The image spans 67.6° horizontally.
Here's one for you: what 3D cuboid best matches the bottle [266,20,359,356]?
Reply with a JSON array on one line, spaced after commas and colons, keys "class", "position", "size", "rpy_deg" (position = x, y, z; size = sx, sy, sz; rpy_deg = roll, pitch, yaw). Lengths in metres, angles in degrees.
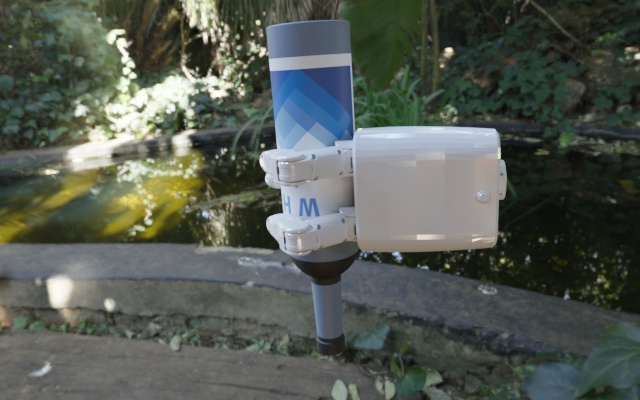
[{"class": "bottle", "position": [0.000, 0.001, 0.420], "size": [0.069, 0.296, 0.069], "rpy_deg": [-4, 16, 1]}]
